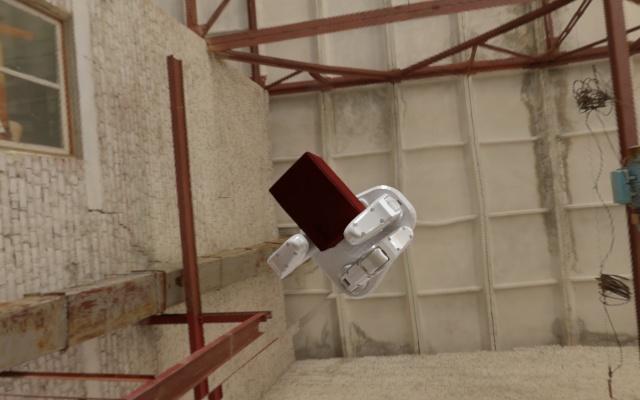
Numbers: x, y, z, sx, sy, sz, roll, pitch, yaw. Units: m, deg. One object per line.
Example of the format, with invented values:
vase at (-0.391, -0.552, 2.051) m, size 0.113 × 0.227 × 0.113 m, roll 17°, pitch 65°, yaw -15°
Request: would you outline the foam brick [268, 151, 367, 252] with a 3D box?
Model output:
foam brick at (0.000, 0.001, 0.448) m, size 0.053 × 0.078 × 0.051 m, roll -42°, pitch -9°, yaw 11°
